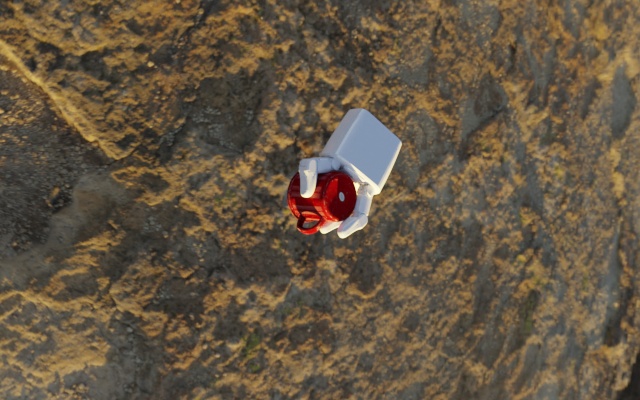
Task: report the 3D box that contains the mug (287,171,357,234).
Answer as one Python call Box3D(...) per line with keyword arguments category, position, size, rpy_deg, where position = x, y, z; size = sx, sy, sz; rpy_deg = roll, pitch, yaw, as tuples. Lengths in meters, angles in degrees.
Box3D(category="mug", position=(0.000, 0.004, 0.786), size=(0.081, 0.117, 0.093), rpy_deg=(4, -32, 47))
